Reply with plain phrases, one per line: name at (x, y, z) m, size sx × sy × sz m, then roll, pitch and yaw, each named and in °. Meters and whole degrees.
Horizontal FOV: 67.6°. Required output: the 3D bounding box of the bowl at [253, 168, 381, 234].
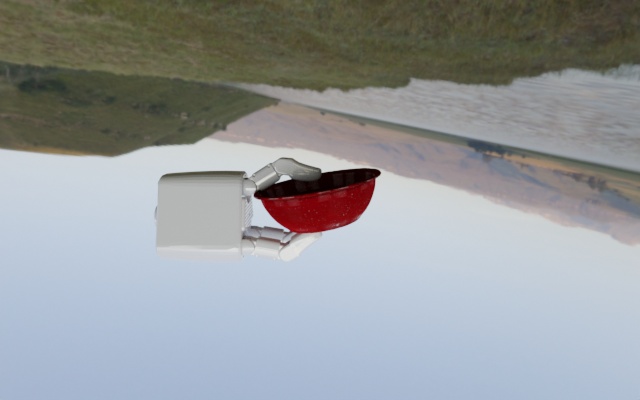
bowl at (0.001, 0.002, 0.599) m, size 0.162 × 0.055 × 0.162 m, roll -11°, pitch 10°, yaw 2°
